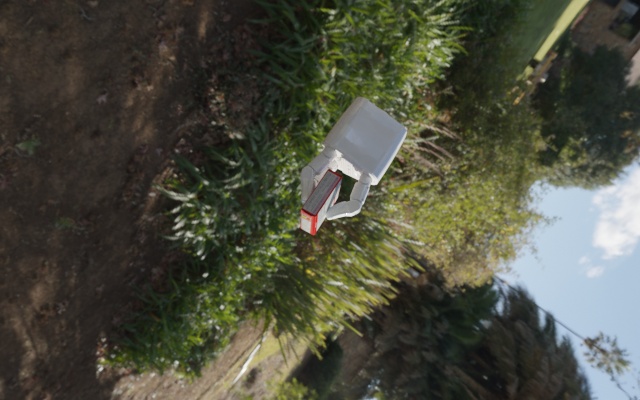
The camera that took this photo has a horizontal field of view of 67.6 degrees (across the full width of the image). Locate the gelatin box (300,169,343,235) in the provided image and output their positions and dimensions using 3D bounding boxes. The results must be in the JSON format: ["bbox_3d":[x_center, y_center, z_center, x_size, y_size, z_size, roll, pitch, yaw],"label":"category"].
[{"bbox_3d":[0.000,0.003,0.782,0.030,0.089,0.073,28,-25,10],"label":"gelatin box"}]
